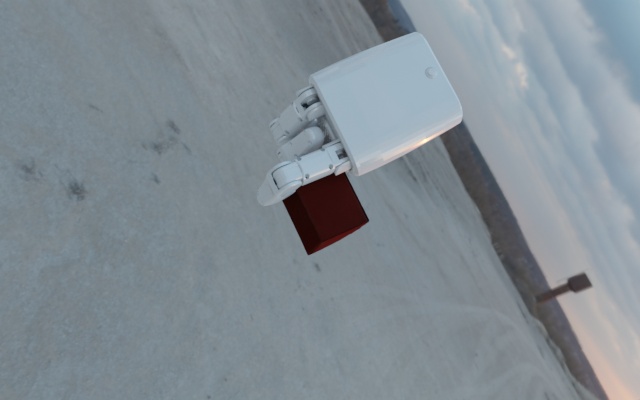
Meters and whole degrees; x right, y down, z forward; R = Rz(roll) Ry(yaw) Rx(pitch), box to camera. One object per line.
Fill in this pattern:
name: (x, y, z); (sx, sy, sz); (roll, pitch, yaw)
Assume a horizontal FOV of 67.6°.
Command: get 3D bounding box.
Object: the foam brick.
foam brick: (0.000, 0.002, 0.442); (0.051, 0.078, 0.053); (-22, -10, -22)
